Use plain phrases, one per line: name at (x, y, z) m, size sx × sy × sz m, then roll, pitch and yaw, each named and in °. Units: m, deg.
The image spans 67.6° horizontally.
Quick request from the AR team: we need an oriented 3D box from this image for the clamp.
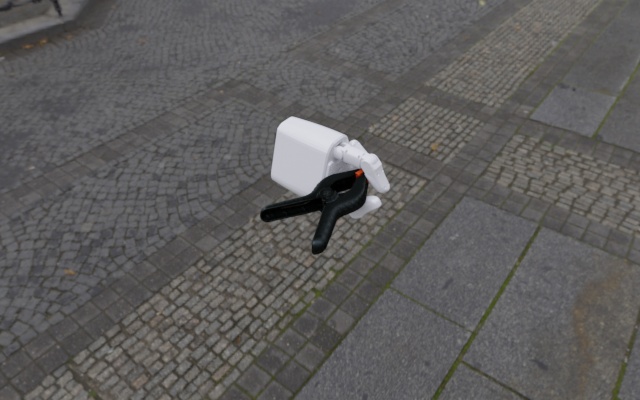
clamp at (0.000, 0.002, 0.686) m, size 0.120 × 0.039 × 0.171 m, roll 26°, pitch 47°, yaw 27°
